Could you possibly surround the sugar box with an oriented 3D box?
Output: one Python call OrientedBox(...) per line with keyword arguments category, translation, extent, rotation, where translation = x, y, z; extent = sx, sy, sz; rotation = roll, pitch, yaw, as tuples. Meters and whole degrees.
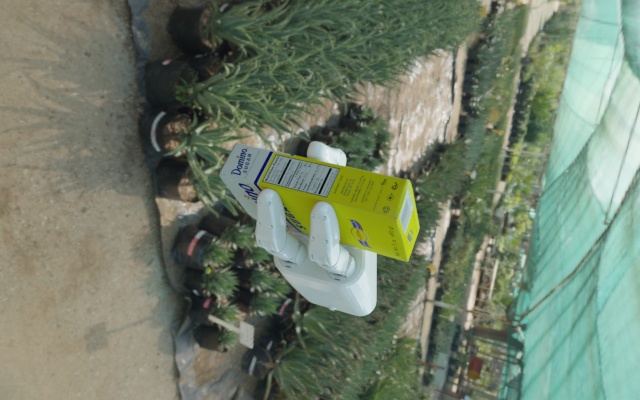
OrientedBox(category="sugar box", translation=(0.000, 0.002, 0.453), extent=(0.176, 0.048, 0.093), rotation=(11, -26, 23))
